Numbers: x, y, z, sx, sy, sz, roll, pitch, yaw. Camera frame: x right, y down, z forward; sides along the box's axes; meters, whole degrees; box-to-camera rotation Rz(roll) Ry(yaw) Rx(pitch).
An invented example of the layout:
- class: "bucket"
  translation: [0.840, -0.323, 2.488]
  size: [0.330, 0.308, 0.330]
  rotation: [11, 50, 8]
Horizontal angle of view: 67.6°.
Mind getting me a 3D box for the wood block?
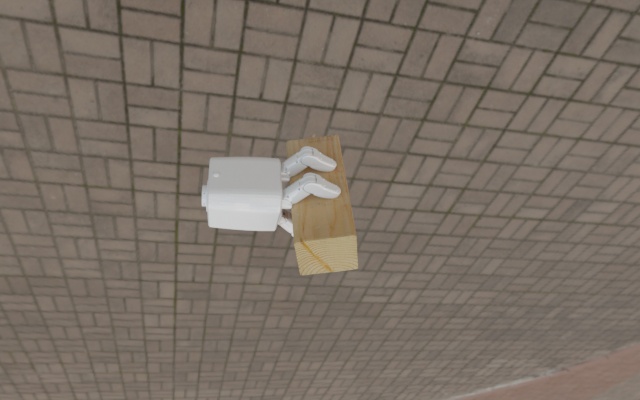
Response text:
- class: "wood block"
  translation: [0.000, 0.003, 0.752]
  size: [0.090, 0.206, 0.091]
  rotation: [-7, -40, 0]
